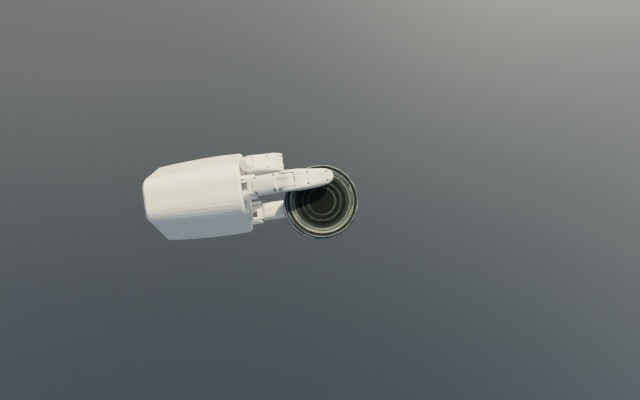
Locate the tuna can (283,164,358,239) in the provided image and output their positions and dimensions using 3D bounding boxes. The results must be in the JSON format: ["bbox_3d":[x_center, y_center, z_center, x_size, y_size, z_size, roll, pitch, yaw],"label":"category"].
[{"bbox_3d":[0.000,0.002,0.553,0.086,0.086,0.034,0,-6,-7],"label":"tuna can"}]
